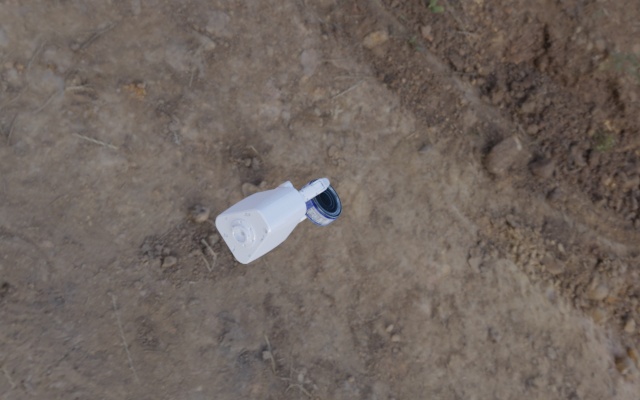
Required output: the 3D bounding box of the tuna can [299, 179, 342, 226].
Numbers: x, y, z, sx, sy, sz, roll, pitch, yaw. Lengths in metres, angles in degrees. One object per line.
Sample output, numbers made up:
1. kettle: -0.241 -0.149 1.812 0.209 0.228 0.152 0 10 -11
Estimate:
1. tuna can: 0.001 0.003 0.896 0.034 0.086 0.086 -34 -20 33
